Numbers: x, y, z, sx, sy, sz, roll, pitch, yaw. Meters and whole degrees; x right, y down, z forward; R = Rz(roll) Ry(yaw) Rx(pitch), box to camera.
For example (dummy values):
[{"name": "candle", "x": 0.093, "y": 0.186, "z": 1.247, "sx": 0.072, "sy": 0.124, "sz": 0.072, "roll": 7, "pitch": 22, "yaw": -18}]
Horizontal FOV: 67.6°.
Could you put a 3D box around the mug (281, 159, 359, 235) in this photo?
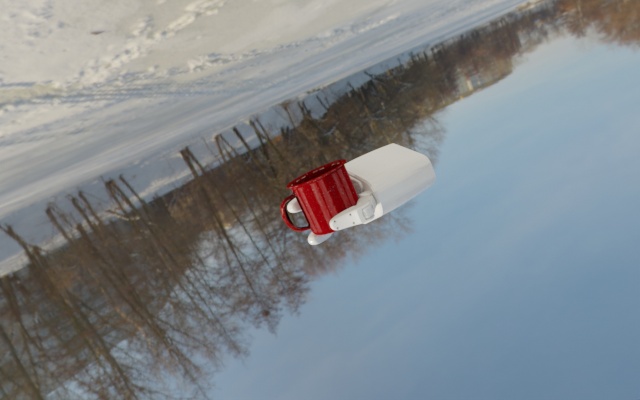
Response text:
[{"name": "mug", "x": -0.001, "y": 0.003, "z": 0.679, "sx": 0.117, "sy": 0.081, "sz": 0.093, "roll": -28, "pitch": 12, "yaw": -16}]
